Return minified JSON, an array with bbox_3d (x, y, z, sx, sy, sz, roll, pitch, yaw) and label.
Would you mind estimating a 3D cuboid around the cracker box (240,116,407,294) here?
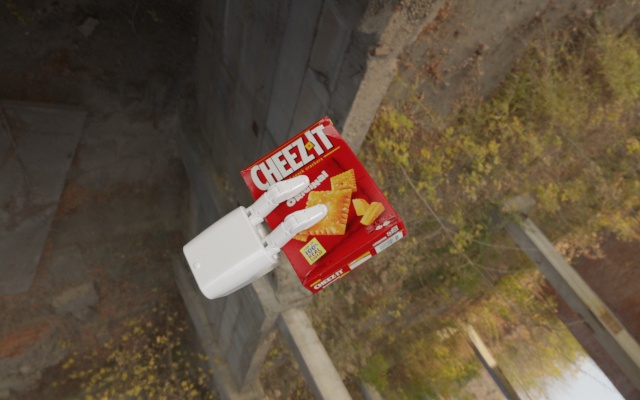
[{"bbox_3d":[0.000,0.003,0.710,0.164,0.213,0.072,-33,-26,1],"label":"cracker box"}]
